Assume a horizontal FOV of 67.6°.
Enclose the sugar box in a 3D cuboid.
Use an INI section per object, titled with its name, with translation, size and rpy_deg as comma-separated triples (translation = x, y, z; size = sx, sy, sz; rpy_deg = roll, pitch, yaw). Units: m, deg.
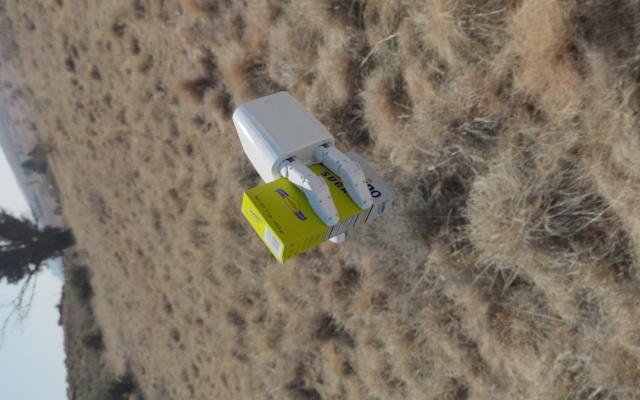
[sugar box]
translation = 0.000, 0.002, 0.607
size = 0.176, 0.093, 0.048
rpy_deg = -25, -29, -29
